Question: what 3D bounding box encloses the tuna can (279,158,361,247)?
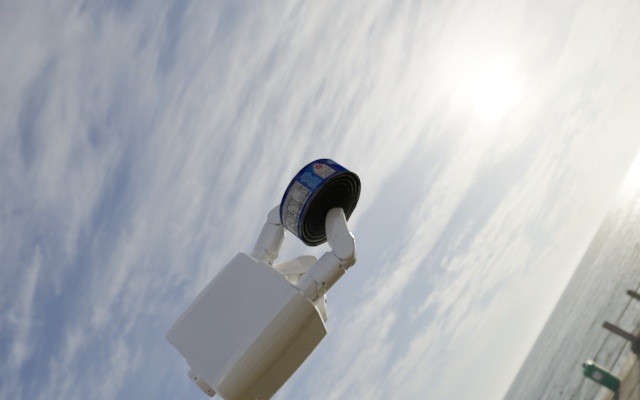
[{"bbox_3d":[0.000,0.001,0.477,0.033,0.086,0.086,35,19,30],"label":"tuna can"}]
